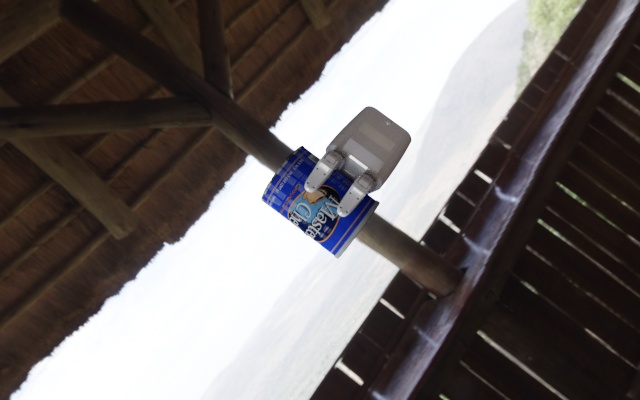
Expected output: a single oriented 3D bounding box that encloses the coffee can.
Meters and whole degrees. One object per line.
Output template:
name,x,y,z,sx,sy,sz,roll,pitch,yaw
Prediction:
coffee can,0.000,0.003,0.694,0.140,0.103,0.103,37,3,4
